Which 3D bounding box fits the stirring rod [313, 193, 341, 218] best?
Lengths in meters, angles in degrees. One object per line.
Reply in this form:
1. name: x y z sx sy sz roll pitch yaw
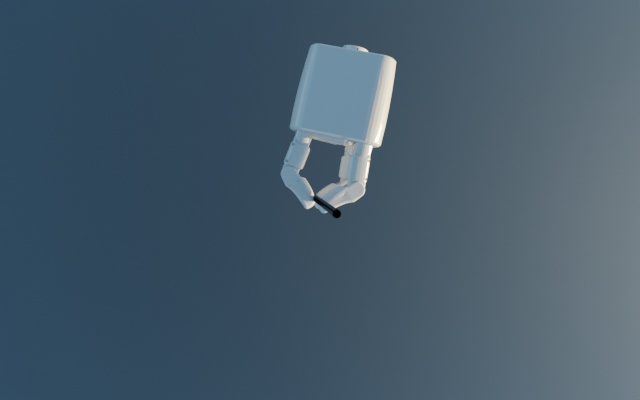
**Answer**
1. stirring rod: 0.000 0.002 0.553 0.011 0.011 0.239 0 5 -7
